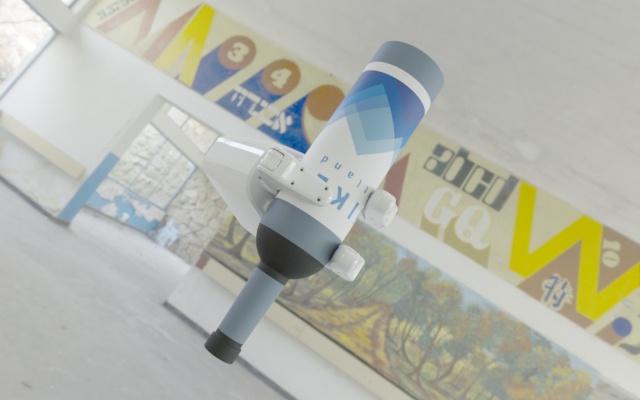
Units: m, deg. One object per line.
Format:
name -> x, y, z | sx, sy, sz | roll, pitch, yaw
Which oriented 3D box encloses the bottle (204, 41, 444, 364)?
bottle -> 0.000, 0.001, 0.401 | 0.069, 0.295, 0.069 | 33, -10, 6
